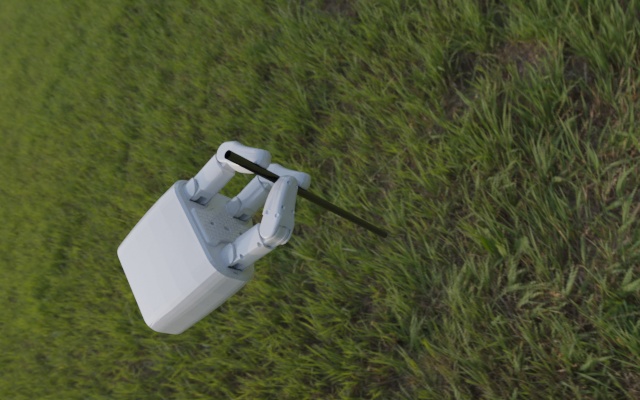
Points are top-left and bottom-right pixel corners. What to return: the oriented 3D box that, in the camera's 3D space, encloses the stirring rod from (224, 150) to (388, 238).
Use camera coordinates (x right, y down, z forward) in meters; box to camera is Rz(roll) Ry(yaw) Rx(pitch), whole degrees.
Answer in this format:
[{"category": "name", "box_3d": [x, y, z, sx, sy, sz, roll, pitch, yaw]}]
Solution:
[{"category": "stirring rod", "box_3d": [0.000, 0.002, 0.468, 0.011, 0.011, 0.239, 0, -19, 41]}]
